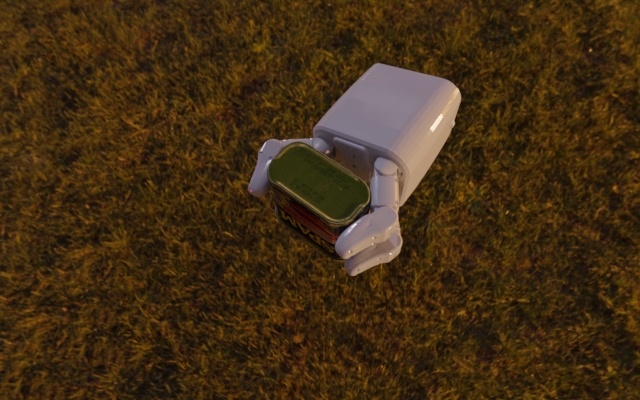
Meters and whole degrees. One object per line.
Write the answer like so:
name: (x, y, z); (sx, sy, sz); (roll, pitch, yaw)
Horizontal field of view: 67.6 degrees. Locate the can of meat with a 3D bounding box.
can of meat: (0.000, 0.001, 0.455); (0.102, 0.057, 0.084); (34, -20, 19)
